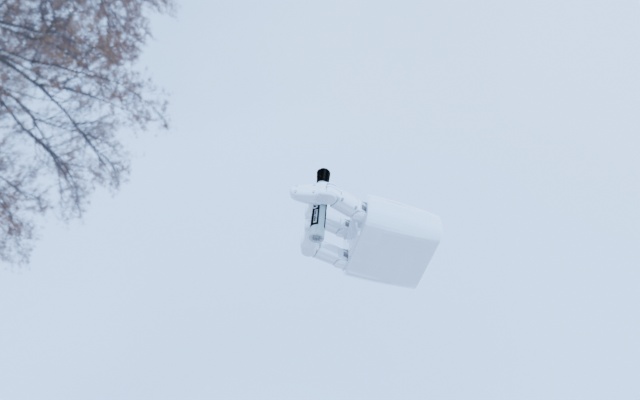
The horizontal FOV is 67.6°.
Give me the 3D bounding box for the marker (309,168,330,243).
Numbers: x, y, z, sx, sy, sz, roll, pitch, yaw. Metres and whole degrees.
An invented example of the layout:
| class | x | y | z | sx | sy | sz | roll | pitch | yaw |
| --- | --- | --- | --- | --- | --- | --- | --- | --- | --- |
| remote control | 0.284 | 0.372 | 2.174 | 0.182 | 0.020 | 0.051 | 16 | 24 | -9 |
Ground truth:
| class | x | y | z | sx | sy | sz | roll | pitch | yaw |
| --- | --- | --- | --- | --- | --- | --- | --- | --- | --- |
| marker | 0.000 | 0.002 | 0.615 | 0.020 | 0.121 | 0.020 | 4 | -43 | 3 |
